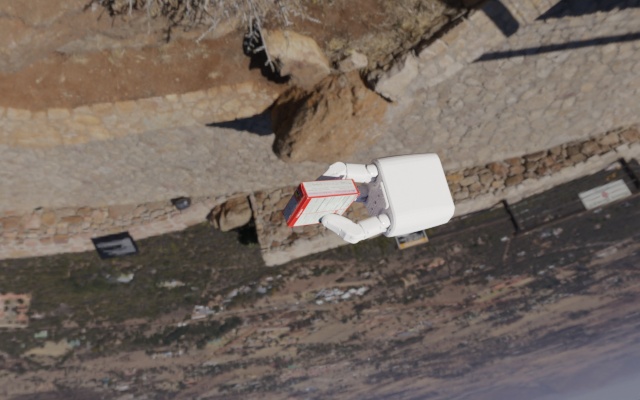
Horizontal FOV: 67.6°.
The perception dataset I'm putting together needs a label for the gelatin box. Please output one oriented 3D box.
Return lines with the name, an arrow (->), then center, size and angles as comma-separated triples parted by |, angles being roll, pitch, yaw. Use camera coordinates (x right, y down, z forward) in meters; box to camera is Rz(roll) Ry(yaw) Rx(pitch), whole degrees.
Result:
gelatin box -> 0.000, 0.003, 0.672 | 0.089, 0.030, 0.073 | -6, -31, -32
